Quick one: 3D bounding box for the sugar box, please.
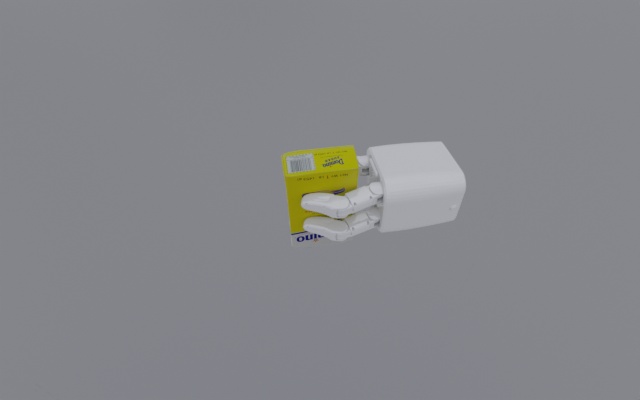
[{"bbox_3d":[0.000,0.002,0.651,0.093,0.048,0.176,-6,-38,-3],"label":"sugar box"}]
